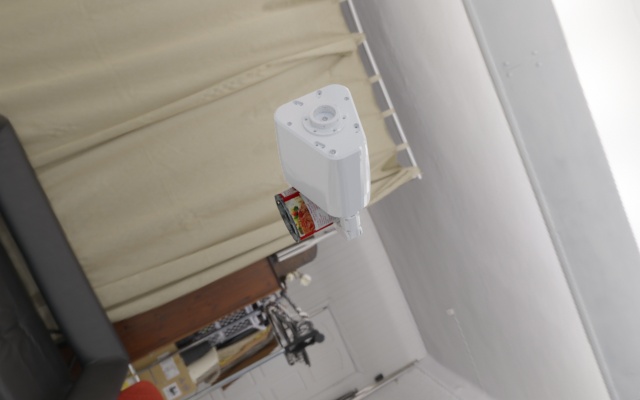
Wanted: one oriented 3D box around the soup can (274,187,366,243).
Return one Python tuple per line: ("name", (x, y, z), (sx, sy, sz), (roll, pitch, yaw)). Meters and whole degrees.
("soup can", (0.000, 0.002, 0.624), (0.102, 0.068, 0.068), (-26, 6, -12))
